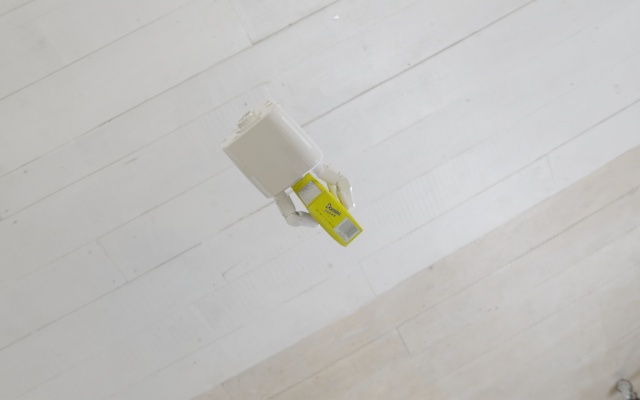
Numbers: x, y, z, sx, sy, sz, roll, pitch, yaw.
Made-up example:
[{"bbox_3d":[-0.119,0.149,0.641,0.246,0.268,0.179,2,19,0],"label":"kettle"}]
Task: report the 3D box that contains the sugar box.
[{"bbox_3d":[0.000,0.002,0.772,0.048,0.093,0.176,-42,24,3],"label":"sugar box"}]
